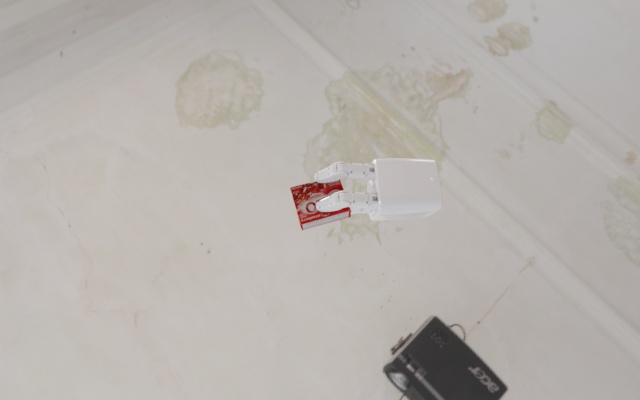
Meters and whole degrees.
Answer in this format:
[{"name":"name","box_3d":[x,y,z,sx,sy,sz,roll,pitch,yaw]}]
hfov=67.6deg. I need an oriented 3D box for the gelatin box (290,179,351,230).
[{"name":"gelatin box","box_3d":[0.000,0.003,0.812,0.089,0.073,0.030,-15,-26,-5]}]
